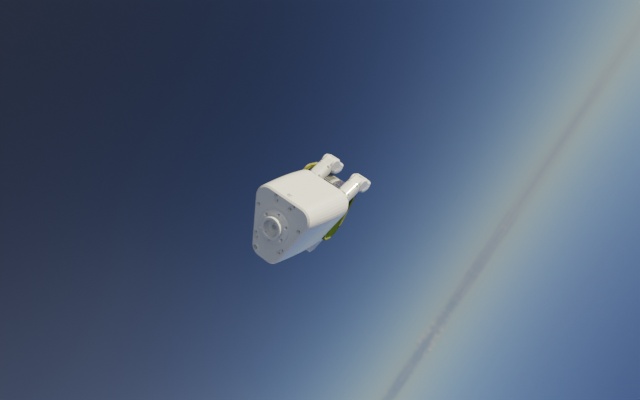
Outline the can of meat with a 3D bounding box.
[{"bbox_3d":[0.000,0.003,0.781,0.084,0.102,0.057,34,25,20],"label":"can of meat"}]
